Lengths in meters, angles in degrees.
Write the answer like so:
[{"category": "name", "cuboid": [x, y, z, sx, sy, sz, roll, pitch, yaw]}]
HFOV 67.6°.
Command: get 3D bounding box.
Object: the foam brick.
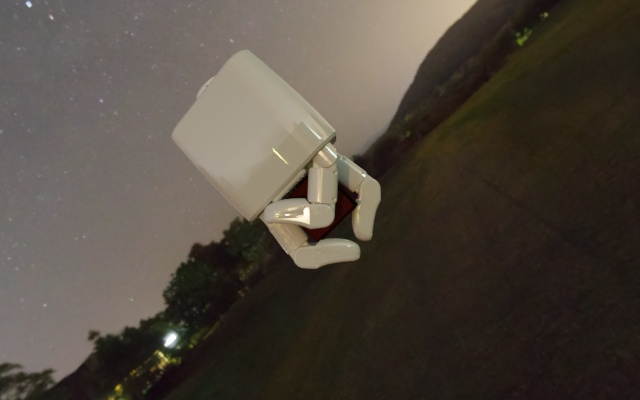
[{"category": "foam brick", "cuboid": [0.000, 0.002, 0.467, 0.051, 0.053, 0.078, 44, 3, 0]}]
